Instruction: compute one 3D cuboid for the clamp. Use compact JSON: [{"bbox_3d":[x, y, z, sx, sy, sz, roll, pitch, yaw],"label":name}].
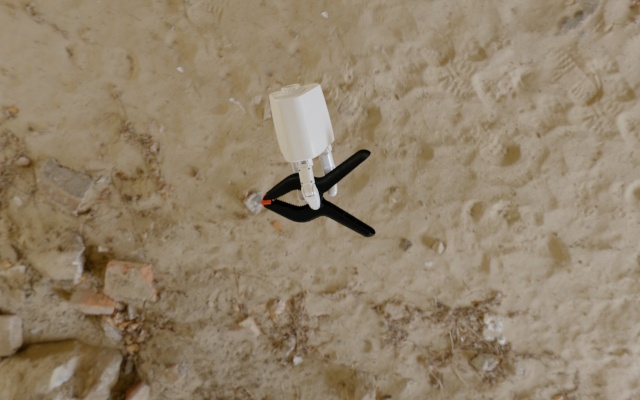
[{"bbox_3d":[-0.001,0.003,0.861,0.210,0.165,0.036,-9,20,10],"label":"clamp"}]
